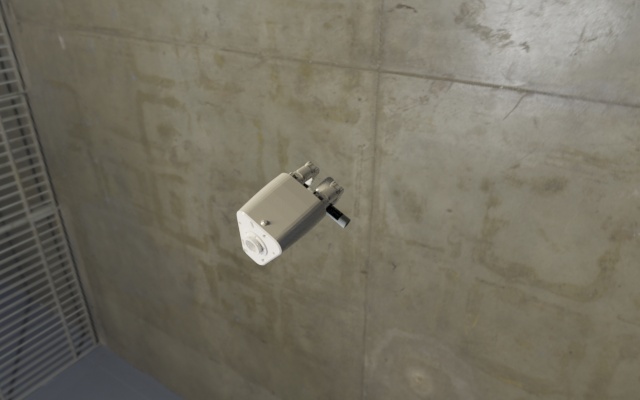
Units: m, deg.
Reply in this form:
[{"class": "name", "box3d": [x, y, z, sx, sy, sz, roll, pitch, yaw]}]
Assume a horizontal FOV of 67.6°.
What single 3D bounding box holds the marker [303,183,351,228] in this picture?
[{"class": "marker", "box3d": [0.000, 0.003, 0.823, 0.121, 0.020, 0.020, 39, 10, 13]}]
